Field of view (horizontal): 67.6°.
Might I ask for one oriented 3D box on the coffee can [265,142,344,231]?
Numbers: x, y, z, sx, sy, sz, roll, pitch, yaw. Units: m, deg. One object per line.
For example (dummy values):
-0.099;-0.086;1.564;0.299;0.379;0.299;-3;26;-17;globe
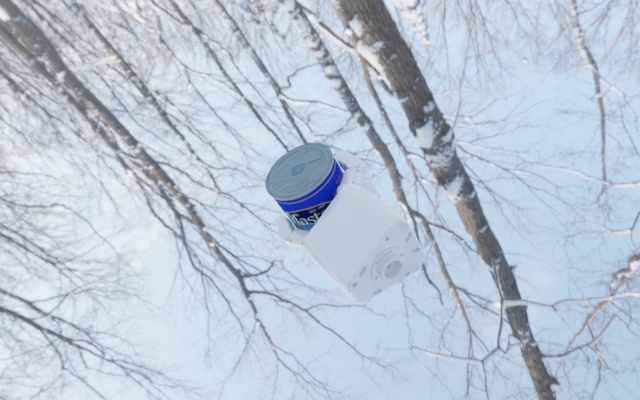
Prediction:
0.000;0.002;0.687;0.103;0.102;0.140;0;-40;36;coffee can
